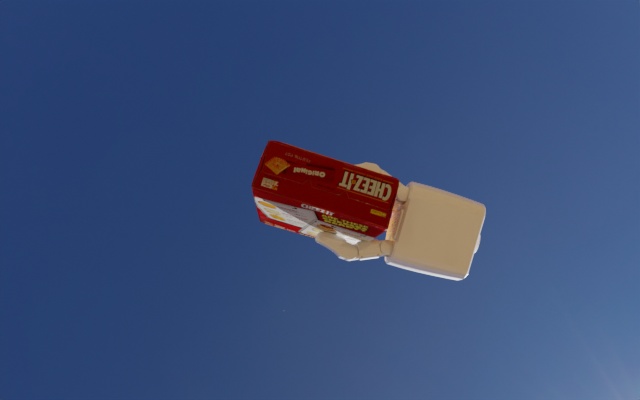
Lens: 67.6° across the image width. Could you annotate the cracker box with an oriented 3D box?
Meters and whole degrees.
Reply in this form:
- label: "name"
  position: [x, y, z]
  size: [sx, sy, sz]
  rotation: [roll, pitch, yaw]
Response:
- label: "cracker box"
  position: [0.000, 0.002, 0.646]
  size: [0.164, 0.072, 0.214]
  rotation: [16, -14, -1]
